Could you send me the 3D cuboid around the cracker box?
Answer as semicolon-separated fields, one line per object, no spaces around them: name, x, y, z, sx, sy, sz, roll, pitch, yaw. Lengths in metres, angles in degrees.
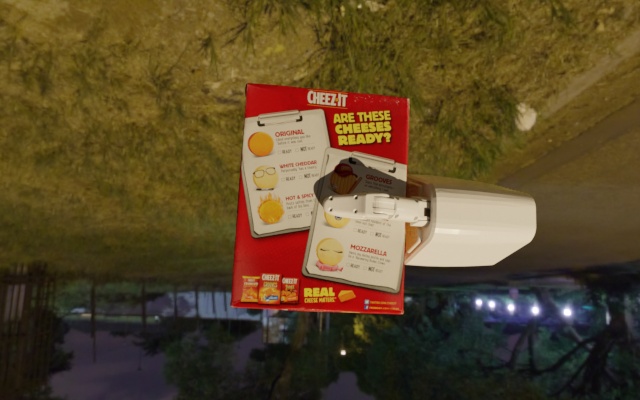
cracker box;0.000;0.002;0.482;0.164;0.213;0.072;4;-8;-8
